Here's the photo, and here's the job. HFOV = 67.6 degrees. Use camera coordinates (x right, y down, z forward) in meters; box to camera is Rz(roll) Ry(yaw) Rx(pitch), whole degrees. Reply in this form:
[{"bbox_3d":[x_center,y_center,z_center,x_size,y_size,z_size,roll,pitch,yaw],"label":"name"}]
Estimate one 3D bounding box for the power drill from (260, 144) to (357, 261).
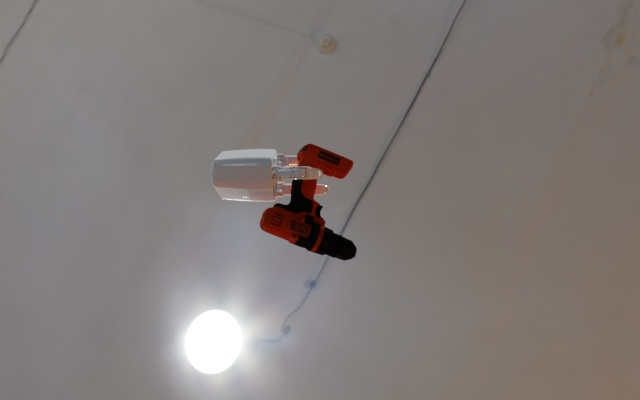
[{"bbox_3d":[0.000,0.002,0.879,0.184,0.187,0.057,23,-22,-12],"label":"power drill"}]
